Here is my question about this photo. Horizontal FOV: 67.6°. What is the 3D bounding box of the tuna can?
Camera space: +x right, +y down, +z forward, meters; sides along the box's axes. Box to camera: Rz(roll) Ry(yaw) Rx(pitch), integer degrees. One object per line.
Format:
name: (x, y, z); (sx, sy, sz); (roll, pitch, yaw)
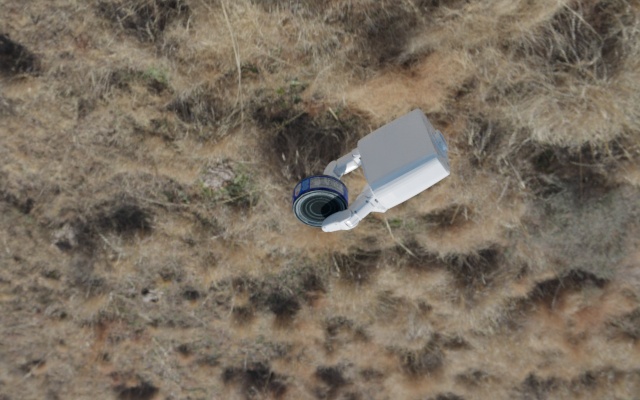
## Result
tuna can: (0.000, 0.003, 0.729); (0.086, 0.033, 0.086); (0, -44, 0)
